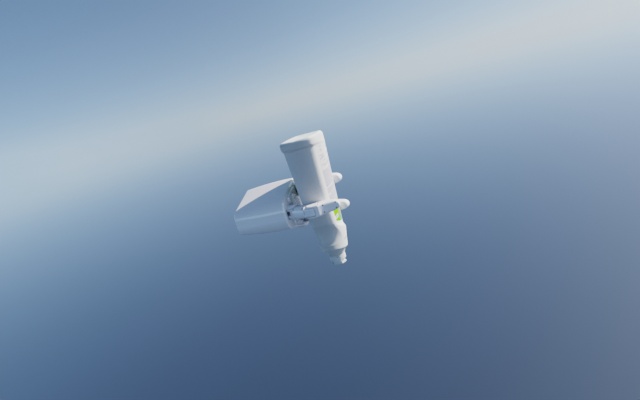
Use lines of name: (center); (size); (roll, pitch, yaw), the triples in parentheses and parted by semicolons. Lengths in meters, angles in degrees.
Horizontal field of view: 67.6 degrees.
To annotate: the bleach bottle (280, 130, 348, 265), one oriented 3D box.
bleach bottle: (0.000, 0.003, 0.882); (0.068, 0.251, 0.102); (-12, 13, 19)
